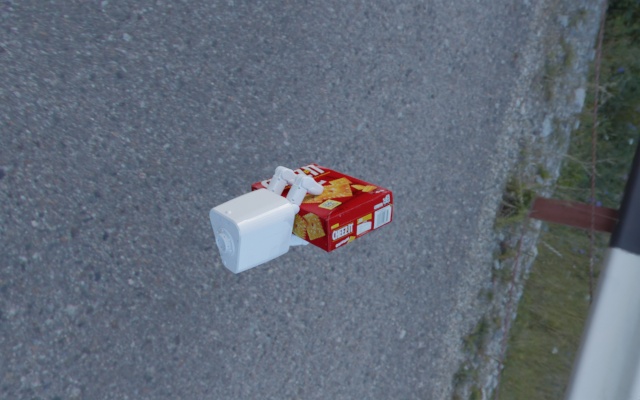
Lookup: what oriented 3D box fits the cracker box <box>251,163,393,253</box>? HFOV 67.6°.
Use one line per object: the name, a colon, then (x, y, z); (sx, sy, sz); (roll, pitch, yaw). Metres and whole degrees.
cracker box: (0.000, 0.003, 0.876); (0.164, 0.072, 0.213); (-22, 32, -37)
